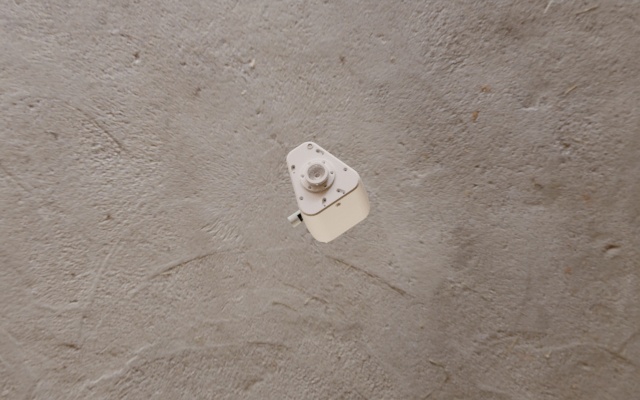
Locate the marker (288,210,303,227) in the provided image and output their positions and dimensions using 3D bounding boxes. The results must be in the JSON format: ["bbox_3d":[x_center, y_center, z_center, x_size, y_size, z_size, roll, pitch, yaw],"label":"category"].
[{"bbox_3d":[0.000,0.003,0.791,0.121,0.020,0.020,-34,2,-3],"label":"marker"}]
